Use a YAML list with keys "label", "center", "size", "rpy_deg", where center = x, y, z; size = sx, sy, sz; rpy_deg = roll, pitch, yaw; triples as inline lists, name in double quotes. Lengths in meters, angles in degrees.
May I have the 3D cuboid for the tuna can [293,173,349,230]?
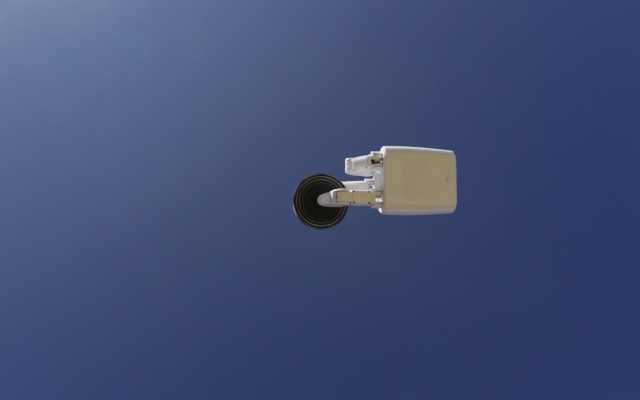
- label: "tuna can"
  center: [0.000, 0.002, 0.734]
  size: [0.086, 0.086, 0.034]
  rpy_deg: [0, -5, -5]
